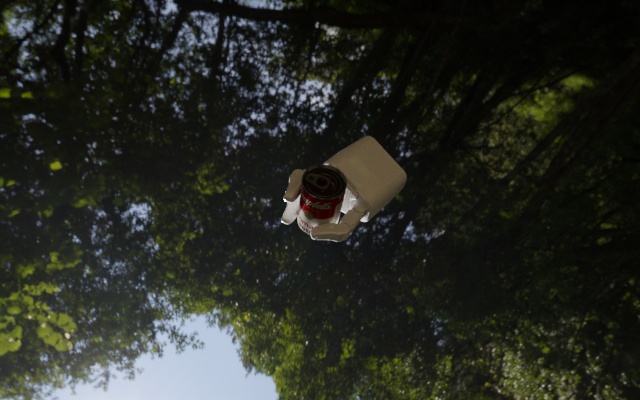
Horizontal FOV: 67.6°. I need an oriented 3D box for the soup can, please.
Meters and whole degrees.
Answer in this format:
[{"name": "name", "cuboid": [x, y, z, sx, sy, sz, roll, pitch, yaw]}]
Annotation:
[{"name": "soup can", "cuboid": [0.000, 0.003, 0.746, 0.068, 0.068, 0.102, 0, -38, -8]}]
